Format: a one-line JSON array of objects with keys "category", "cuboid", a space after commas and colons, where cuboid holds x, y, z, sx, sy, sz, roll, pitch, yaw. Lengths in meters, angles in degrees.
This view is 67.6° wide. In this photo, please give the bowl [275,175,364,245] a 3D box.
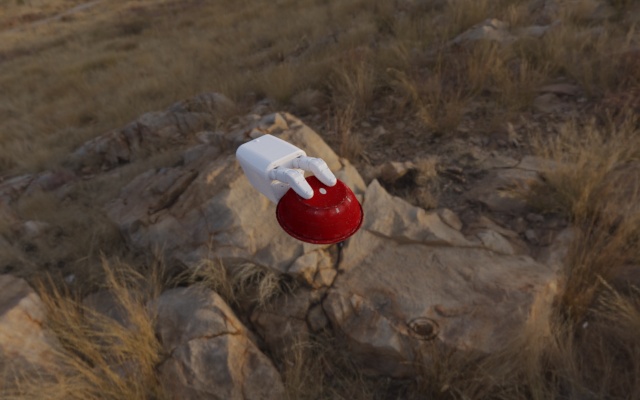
[{"category": "bowl", "cuboid": [0.001, 0.003, 0.858, 0.162, 0.055, 0.162, 2, 42, -2]}]
